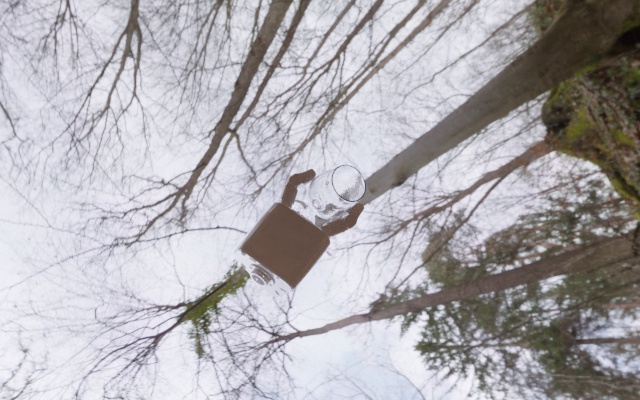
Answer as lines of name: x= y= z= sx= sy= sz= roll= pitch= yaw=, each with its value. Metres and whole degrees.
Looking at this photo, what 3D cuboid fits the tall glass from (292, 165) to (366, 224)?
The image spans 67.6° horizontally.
tall glass: x=0.000 y=0.003 z=0.824 sx=0.079 sy=0.079 sz=0.201 roll=0 pitch=-18 yaw=-28
